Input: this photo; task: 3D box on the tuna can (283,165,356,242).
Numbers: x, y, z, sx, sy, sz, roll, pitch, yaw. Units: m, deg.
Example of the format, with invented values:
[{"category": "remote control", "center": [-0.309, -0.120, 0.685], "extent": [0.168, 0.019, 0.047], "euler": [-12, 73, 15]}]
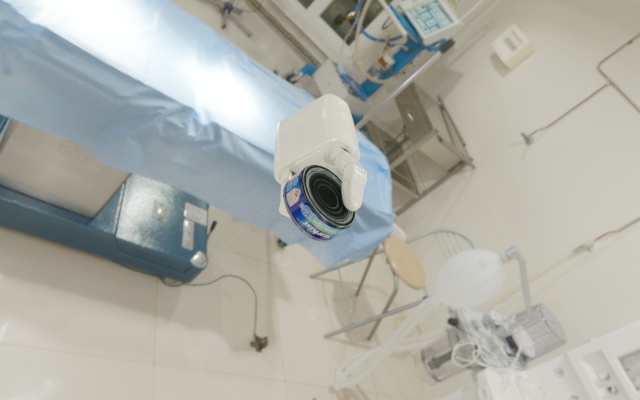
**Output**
[{"category": "tuna can", "center": [0.000, 0.002, 0.549], "extent": [0.034, 0.086, 0.086], "euler": [-36, -22, 33]}]
